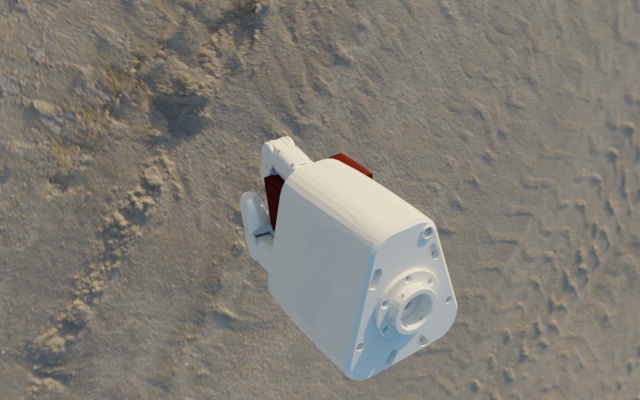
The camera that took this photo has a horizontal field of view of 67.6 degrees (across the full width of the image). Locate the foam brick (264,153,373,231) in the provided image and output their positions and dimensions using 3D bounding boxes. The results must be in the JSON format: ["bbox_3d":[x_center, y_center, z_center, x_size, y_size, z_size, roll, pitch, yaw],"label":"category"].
[{"bbox_3d":[0.000,0.001,0.400,0.078,0.053,0.051,-20,32,-24],"label":"foam brick"}]
